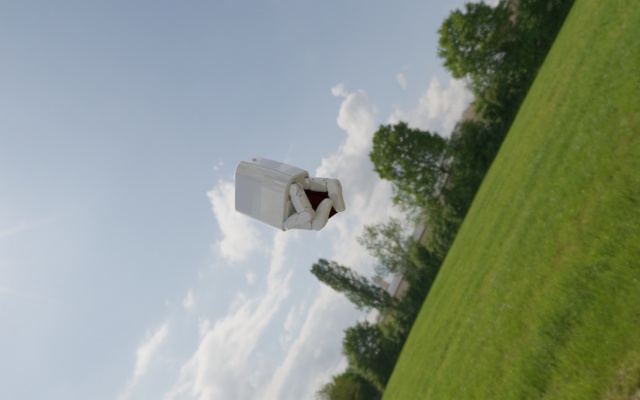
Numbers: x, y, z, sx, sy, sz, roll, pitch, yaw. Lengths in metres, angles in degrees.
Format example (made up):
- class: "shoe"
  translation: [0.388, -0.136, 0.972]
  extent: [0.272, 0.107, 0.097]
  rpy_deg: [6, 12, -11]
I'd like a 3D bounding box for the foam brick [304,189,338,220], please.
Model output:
- class: "foam brick"
  translation: [0.000, 0.003, 0.886]
  extent: [0.051, 0.053, 0.078]
  rpy_deg: [12, 17, 19]
